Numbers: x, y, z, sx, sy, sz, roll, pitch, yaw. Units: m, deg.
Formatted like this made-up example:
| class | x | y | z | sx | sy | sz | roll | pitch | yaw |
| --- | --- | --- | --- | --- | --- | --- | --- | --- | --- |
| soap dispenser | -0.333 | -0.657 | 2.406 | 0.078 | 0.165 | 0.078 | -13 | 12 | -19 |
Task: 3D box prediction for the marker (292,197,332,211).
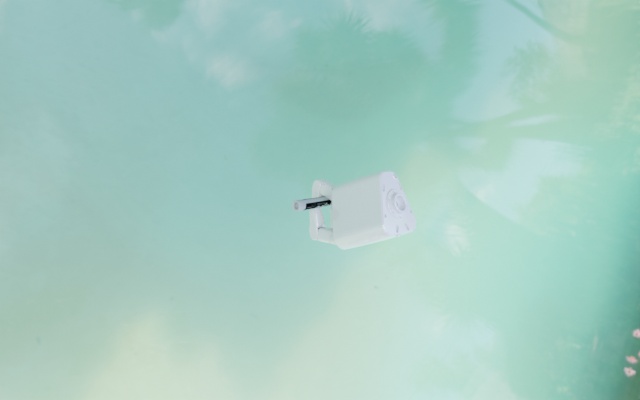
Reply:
| class | x | y | z | sx | sy | sz | roll | pitch | yaw |
| --- | --- | --- | --- | --- | --- | --- | --- | --- | --- |
| marker | 0.000 | 0.003 | 0.838 | 0.020 | 0.020 | 0.121 | 0 | 6 | 44 |
